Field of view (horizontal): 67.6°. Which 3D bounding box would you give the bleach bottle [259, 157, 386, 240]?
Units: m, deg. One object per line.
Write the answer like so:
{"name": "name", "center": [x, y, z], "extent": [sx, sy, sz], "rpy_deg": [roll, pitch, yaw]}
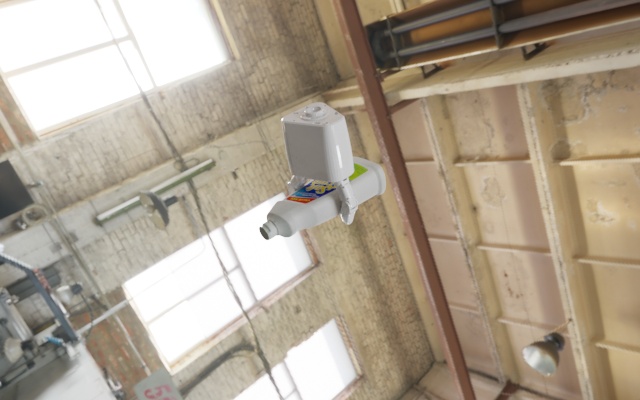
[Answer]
{"name": "bleach bottle", "center": [0.000, 0.003, 0.879], "extent": [0.250, 0.068, 0.102], "rpy_deg": [-32, 38, -30]}
